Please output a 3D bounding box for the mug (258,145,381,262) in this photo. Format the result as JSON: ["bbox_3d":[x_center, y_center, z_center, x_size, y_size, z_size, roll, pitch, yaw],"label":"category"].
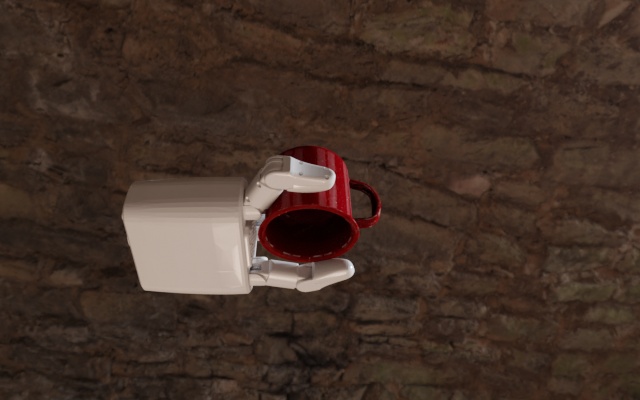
[{"bbox_3d":[0.002,0.001,0.464,0.117,0.081,0.093,0,-38,-2],"label":"mug"}]
